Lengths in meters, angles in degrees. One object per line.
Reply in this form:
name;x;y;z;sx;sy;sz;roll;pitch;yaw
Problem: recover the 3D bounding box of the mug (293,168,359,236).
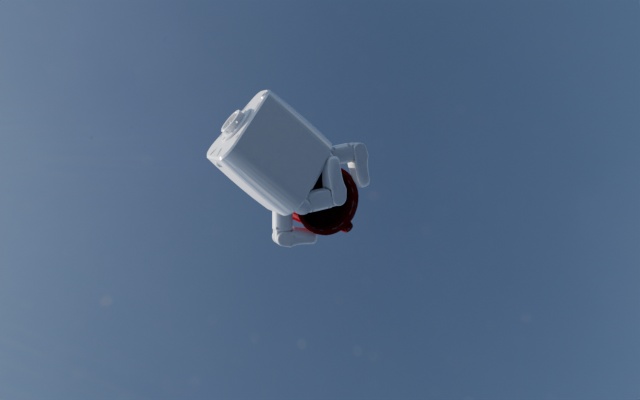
mug;0.001;0.003;0.664;0.117;0.093;0.081;43;-12;-25
